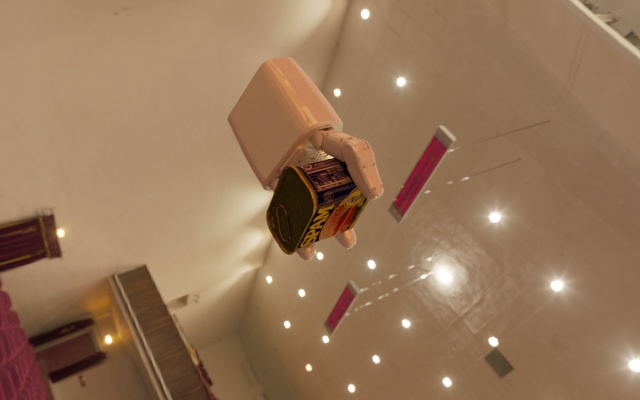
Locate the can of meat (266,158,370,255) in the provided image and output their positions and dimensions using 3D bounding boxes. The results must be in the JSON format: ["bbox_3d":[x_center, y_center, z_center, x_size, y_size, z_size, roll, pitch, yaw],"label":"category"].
[{"bbox_3d":[0.000,0.002,0.499,0.084,0.057,0.102,-17,-30,-34],"label":"can of meat"}]
